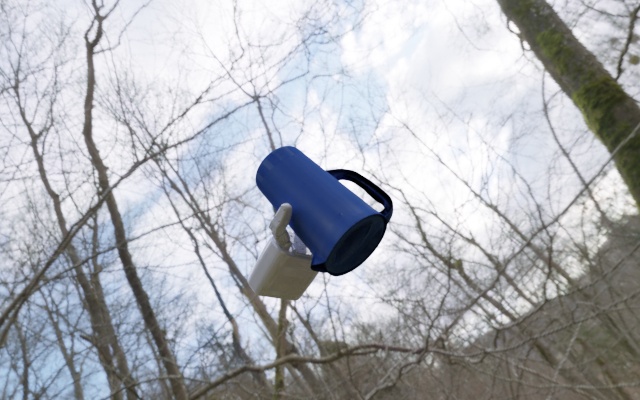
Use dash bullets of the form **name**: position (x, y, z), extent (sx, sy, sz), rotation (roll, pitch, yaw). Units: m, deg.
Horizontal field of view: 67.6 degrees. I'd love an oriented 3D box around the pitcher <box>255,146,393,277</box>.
- **pitcher**: position (0.000, 0.003, 0.847), extent (0.149, 0.145, 0.242), rotation (2, 35, -50)
